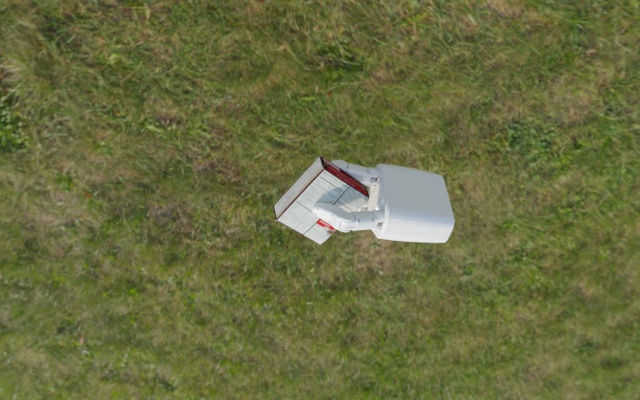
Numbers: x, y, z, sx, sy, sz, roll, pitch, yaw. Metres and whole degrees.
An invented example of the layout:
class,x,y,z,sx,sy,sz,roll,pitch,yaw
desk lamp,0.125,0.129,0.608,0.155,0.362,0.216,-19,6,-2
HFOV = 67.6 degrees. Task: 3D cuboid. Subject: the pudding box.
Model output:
class,x,y,z,sx,sy,sz,roll,pitch,yaw
pudding box,0.000,0.002,0.688,0.090,0.113,0.039,32,24,-28
